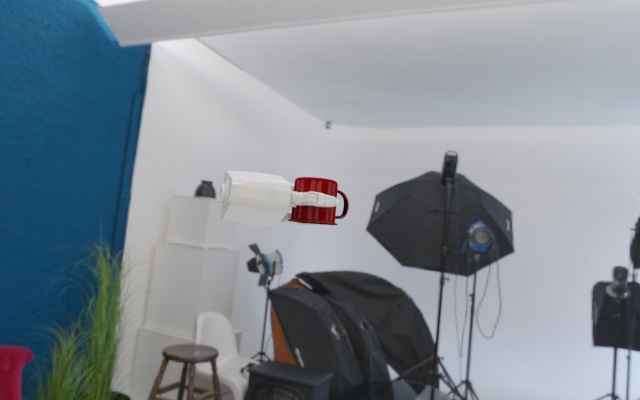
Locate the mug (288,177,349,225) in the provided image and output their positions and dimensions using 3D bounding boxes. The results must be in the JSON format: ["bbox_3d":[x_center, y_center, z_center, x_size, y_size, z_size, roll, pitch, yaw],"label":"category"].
[{"bbox_3d":[0.002,0.003,0.890,0.117,0.081,0.093,7,-5,-22],"label":"mug"}]
